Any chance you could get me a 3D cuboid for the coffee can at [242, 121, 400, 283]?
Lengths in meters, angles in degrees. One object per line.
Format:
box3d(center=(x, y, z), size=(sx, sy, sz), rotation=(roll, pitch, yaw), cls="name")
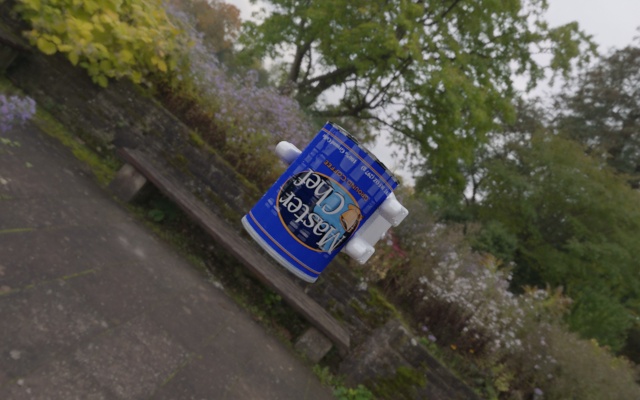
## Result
box3d(center=(0.000, 0.002, 0.509), size=(0.103, 0.140, 0.103), rotation=(41, 2, -2), cls="coffee can")
